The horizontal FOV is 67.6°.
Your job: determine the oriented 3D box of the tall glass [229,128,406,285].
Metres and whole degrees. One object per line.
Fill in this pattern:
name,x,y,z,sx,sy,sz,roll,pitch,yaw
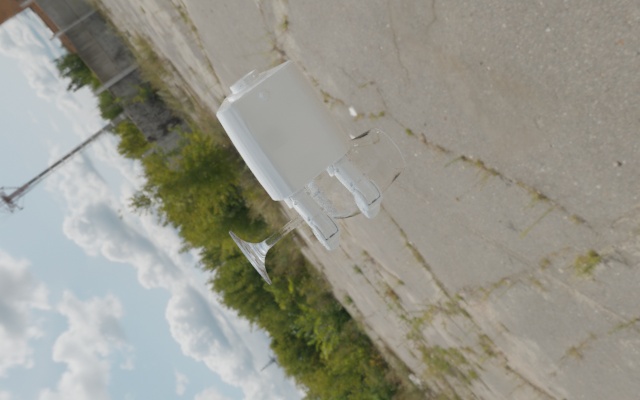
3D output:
tall glass,0.000,0.002,0.535,0.201,0.079,0.079,-38,6,-8
